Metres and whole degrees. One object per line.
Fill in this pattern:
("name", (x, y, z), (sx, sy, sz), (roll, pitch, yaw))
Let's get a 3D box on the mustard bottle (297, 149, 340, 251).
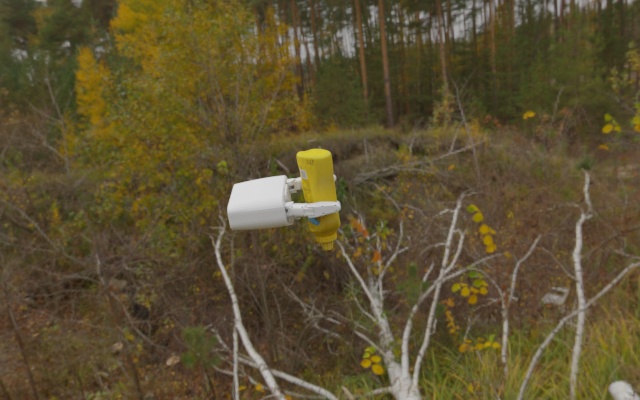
("mustard bottle", (0.000, 0.003, 0.898), (0.058, 0.192, 0.096), (-14, 16, -20))
